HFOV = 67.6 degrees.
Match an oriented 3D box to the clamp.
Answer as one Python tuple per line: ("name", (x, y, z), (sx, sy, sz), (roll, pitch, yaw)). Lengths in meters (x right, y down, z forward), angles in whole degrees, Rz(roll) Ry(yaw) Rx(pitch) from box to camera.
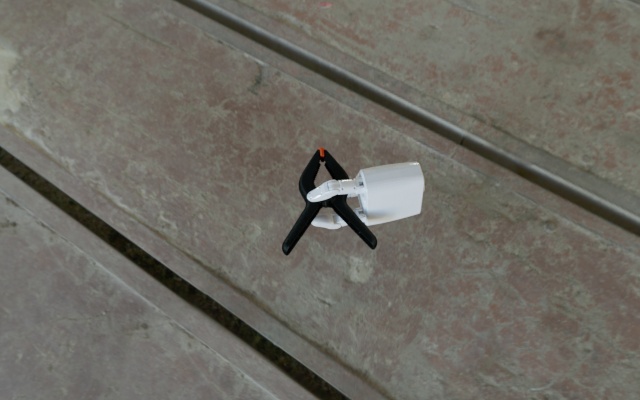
("clamp", (0.000, 0.002, 0.859), (0.164, 0.210, 0.036), (-9, -24, -6))
